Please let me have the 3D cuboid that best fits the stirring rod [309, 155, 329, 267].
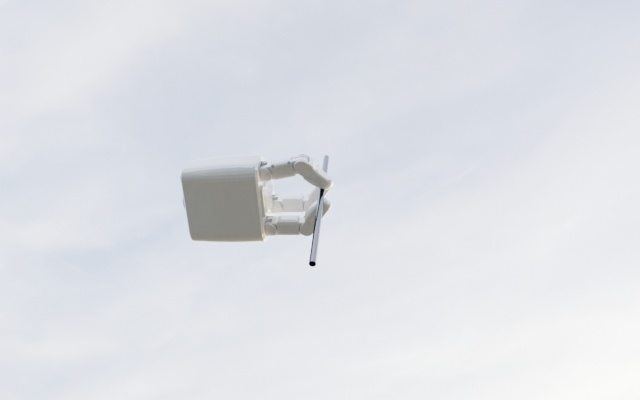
[{"bbox_3d":[0.000,0.002,0.613,0.011,0.011,0.239,0,33,5],"label":"stirring rod"}]
